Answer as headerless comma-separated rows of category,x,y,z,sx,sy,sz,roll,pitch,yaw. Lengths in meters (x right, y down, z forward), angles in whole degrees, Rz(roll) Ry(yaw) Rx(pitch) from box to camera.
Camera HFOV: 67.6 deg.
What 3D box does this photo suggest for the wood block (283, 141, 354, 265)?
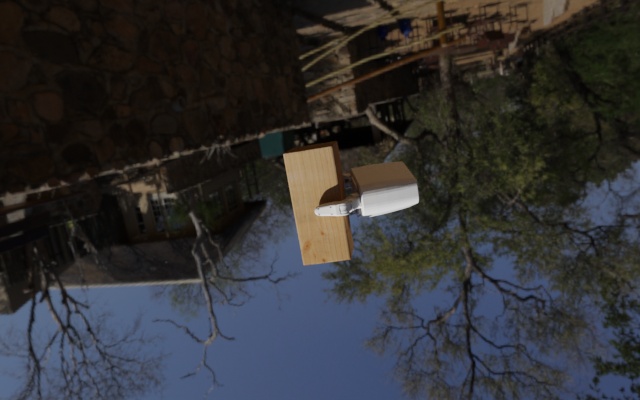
wood block,0.001,0.003,0.877,0.090,0.206,0.091,-8,11,9
